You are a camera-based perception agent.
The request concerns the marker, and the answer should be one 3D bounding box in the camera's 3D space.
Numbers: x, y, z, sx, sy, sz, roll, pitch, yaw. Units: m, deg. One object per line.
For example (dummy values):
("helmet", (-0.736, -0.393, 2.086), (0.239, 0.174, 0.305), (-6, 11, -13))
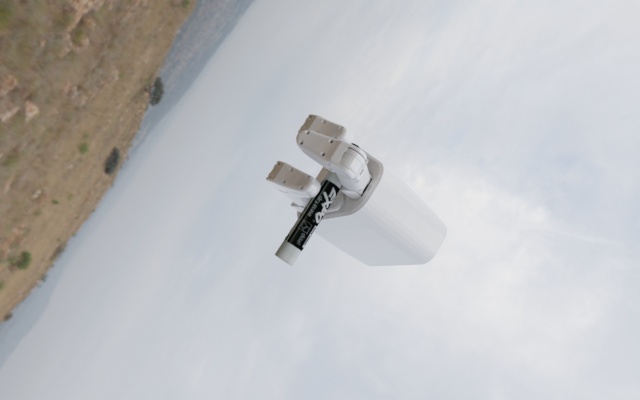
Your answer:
("marker", (0.000, 0.001, 0.419), (0.020, 0.121, 0.020), (31, -9, 6))
